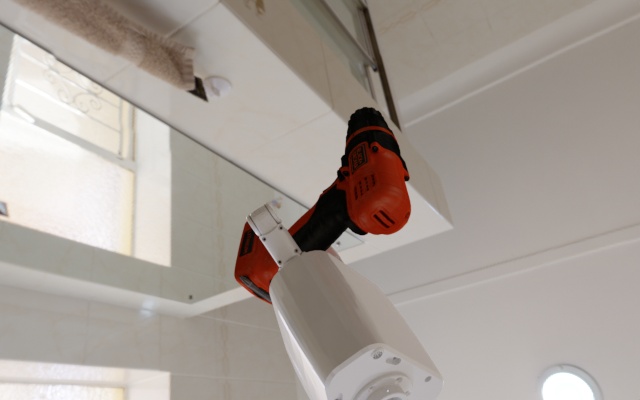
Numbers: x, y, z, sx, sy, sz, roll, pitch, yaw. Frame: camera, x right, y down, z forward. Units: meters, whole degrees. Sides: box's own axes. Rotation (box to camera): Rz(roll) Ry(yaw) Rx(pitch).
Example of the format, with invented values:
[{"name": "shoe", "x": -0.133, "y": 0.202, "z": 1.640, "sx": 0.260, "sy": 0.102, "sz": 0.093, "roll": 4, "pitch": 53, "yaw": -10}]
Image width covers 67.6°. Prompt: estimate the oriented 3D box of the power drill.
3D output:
[{"name": "power drill", "x": 0.000, "y": 0.002, "z": 0.466, "sx": 0.057, "sy": 0.188, "sz": 0.184, "roll": 39, "pitch": 26, "yaw": -22}]
